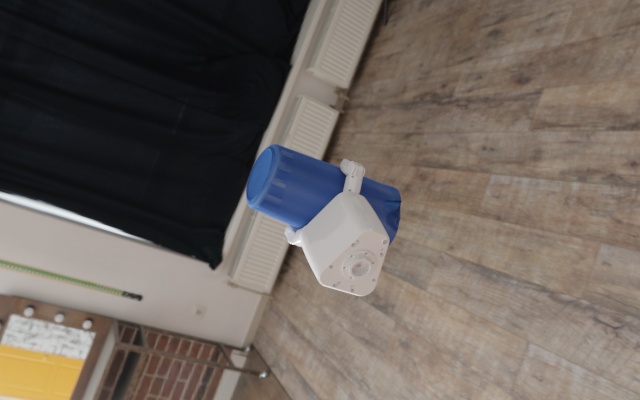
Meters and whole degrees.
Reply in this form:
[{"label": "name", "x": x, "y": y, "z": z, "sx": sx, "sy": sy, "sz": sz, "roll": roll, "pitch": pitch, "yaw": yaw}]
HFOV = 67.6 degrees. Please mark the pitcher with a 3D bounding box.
[{"label": "pitcher", "x": 0.000, "y": 0.003, "z": 0.800, "sx": 0.243, "sy": 0.149, "sz": 0.145, "roll": 22, "pitch": 20, "yaw": -25}]
